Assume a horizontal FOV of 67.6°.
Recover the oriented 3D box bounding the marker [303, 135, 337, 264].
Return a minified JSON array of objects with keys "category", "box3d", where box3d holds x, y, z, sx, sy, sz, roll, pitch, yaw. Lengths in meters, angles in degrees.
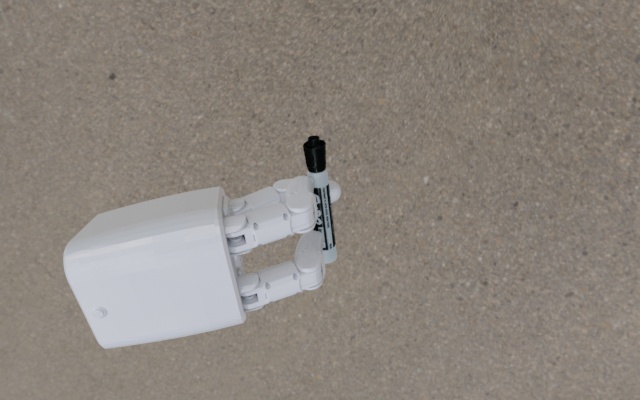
[{"category":"marker","box3d":[0.000,0.001,0.411,0.020,0.121,0.020,-5,31,3]}]
